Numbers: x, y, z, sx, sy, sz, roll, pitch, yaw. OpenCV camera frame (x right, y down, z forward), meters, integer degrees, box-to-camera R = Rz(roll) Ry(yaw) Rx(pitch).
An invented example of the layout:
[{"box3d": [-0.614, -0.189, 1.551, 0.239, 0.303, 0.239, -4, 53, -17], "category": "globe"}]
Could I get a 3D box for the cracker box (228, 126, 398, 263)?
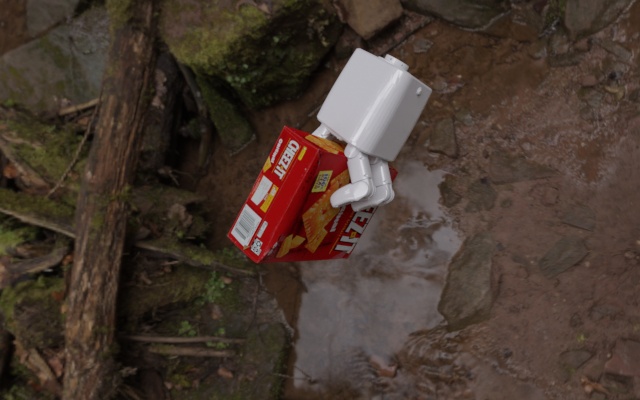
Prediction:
[{"box3d": [0.000, 0.002, 0.655, 0.072, 0.164, 0.214, 39, 17, 31], "category": "cracker box"}]
